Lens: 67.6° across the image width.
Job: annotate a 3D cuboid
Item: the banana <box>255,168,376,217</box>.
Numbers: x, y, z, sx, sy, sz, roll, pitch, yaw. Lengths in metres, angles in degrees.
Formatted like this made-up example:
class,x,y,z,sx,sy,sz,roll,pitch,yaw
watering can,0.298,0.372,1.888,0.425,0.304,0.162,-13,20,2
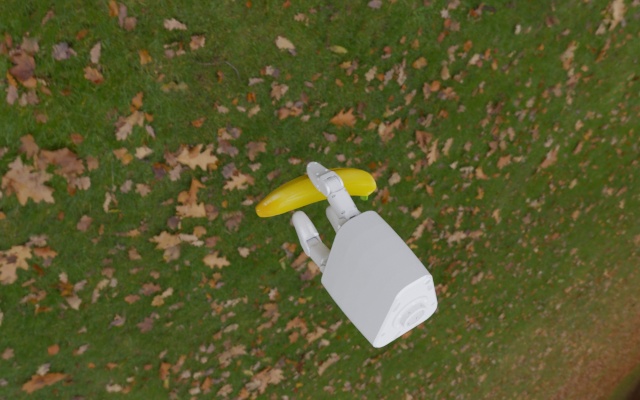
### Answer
class,x,y,z,sx,sy,sz,roll,pitch,yaw
banana,0.010,-0.012,0.626,0.198,0.070,0.037,-6,45,-39
